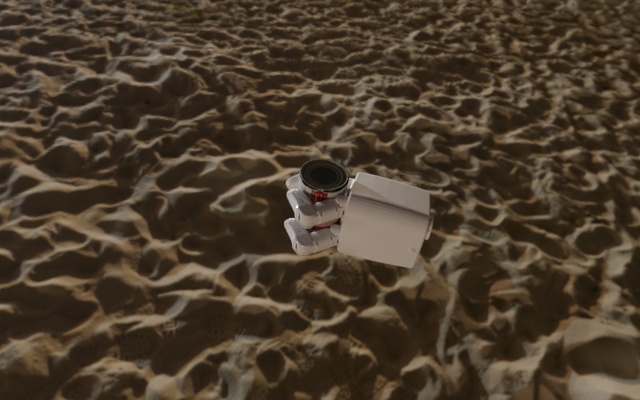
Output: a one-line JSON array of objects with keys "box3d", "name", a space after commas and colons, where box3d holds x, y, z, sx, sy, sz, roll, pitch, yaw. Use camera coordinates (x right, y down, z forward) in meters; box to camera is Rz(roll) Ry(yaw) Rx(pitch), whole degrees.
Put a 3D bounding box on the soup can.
[{"box3d": [0.000, 0.002, 0.656, 0.068, 0.102, 0.068, 4, 43, -4], "name": "soup can"}]
